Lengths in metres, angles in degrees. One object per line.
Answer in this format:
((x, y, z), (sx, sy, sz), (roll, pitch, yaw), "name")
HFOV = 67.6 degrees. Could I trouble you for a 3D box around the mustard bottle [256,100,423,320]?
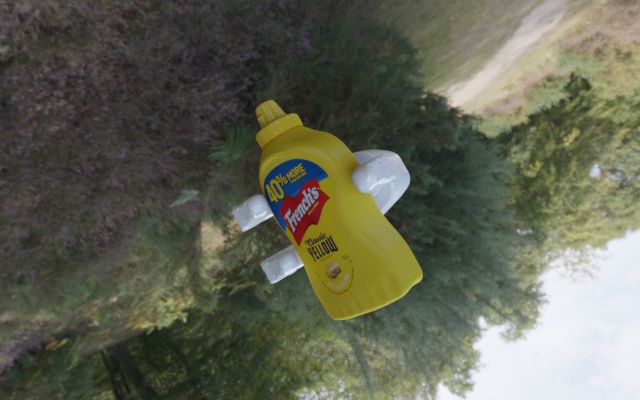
((0.000, 0.002, 0.402), (0.058, 0.191, 0.096), (-27, -4, -44), "mustard bottle")
